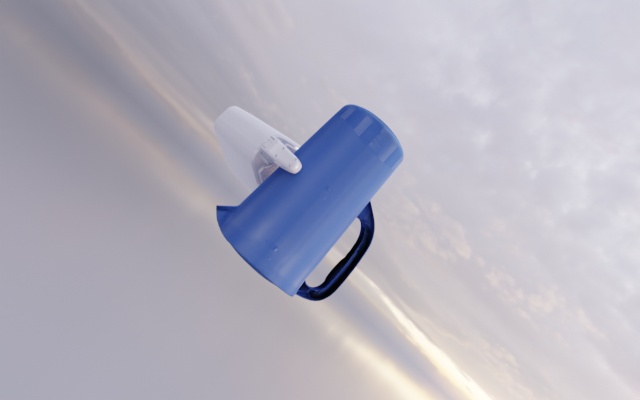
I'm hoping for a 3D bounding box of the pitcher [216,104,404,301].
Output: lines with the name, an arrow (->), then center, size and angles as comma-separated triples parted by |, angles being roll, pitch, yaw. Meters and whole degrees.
pitcher -> 0.000, 0.002, 0.623 | 0.145, 0.243, 0.149 | 39, -8, 34
